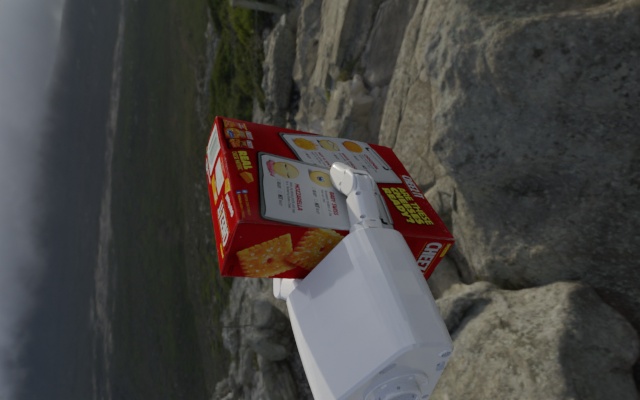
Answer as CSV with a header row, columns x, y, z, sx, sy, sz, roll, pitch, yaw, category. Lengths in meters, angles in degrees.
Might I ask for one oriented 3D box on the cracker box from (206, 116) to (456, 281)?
x,y,z,sx,sy,sz,roll,pitch,yaw,category
0.000,0.001,0.480,0.214,0.072,0.164,7,36,-25,cracker box
